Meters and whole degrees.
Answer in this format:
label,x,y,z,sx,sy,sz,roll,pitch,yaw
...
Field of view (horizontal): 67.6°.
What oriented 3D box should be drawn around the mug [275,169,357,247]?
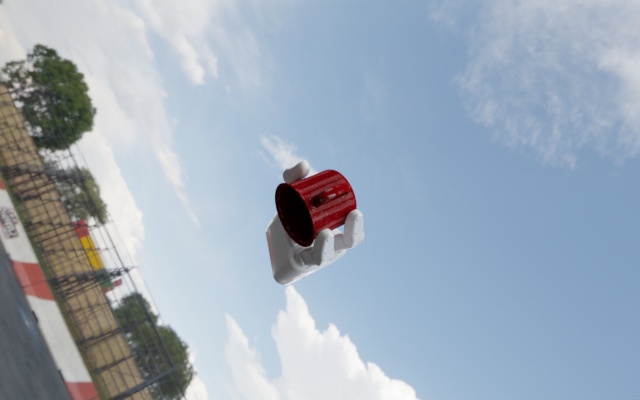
label,x,y,z,sx,sy,sz,roll,pitch,yaw
mug,0.001,0.001,0.649,0.081,0.093,0.117,-24,-9,-30
